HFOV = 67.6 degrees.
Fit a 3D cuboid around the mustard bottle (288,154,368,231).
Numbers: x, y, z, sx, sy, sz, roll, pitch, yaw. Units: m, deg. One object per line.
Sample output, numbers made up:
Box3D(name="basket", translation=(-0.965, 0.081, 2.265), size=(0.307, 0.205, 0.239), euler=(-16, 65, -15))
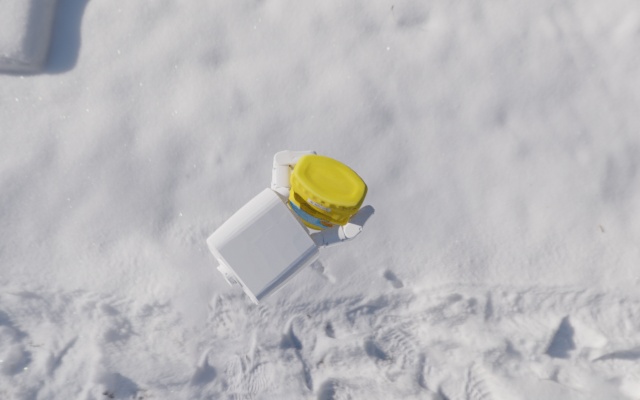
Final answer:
Box3D(name="mustard bottle", translation=(0.000, 0.002, 0.675), size=(0.096, 0.058, 0.192), euler=(25, -19, 0))
